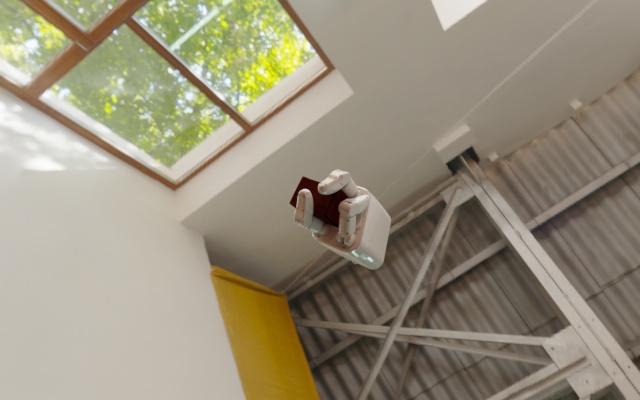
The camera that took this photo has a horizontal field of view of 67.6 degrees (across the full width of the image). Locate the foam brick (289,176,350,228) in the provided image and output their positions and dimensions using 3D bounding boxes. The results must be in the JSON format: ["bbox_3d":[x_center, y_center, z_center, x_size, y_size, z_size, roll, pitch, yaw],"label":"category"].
[{"bbox_3d":[0.000,0.002,0.773,0.078,0.053,0.051,20,-12,38],"label":"foam brick"}]
